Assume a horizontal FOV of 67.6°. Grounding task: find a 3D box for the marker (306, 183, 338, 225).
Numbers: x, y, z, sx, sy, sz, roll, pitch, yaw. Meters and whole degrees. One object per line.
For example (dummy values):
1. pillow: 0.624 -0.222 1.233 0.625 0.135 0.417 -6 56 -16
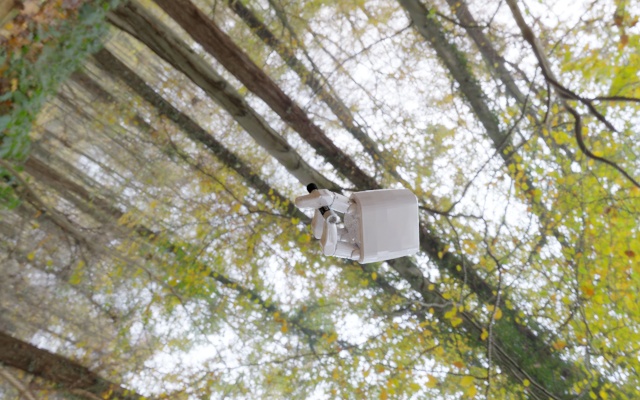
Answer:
1. marker: 0.000 0.003 0.785 0.020 0.020 0.121 0 27 -19
